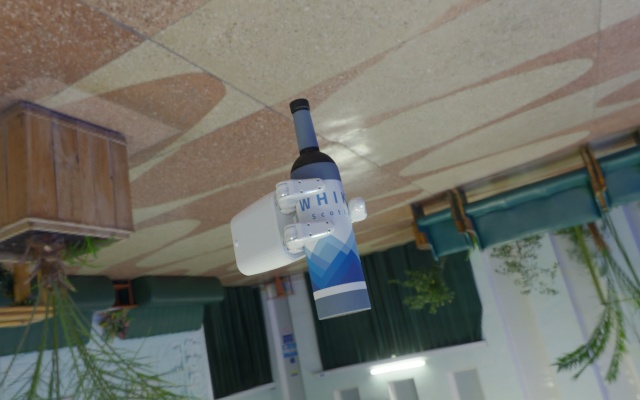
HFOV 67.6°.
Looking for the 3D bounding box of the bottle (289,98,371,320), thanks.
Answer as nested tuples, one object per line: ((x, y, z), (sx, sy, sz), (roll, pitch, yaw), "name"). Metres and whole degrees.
((0.000, 0.002, 0.629), (0.069, 0.295, 0.069), (-11, -15, -3), "bottle")
